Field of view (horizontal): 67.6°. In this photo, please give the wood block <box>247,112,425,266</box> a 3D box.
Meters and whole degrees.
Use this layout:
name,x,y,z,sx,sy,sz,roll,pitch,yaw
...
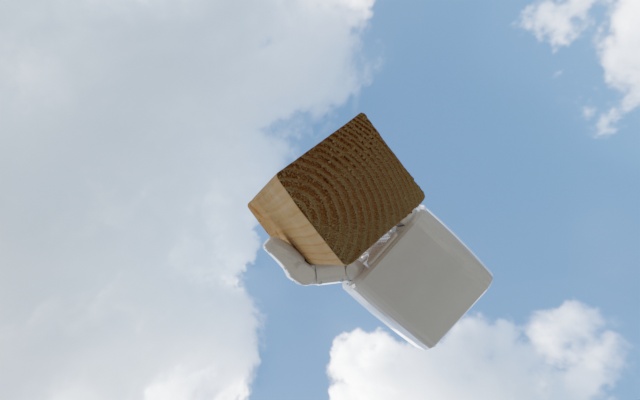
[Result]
name,x,y,z,sx,sy,sz,roll,pitch,yaw
wood block,0.000,0.002,0.465,0.091,0.090,0.206,-38,4,-16
